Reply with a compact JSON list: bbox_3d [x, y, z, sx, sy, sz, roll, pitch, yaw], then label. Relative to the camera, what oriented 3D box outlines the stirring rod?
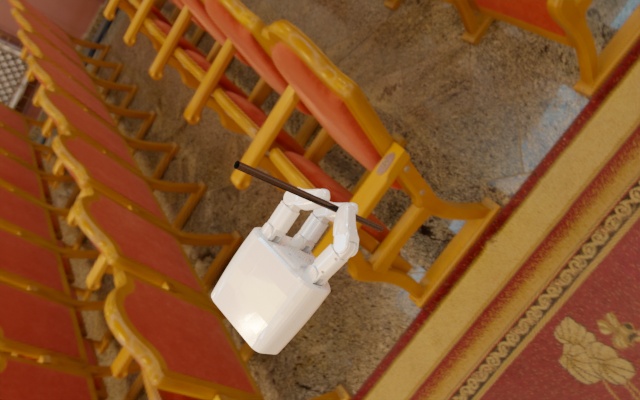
[{"bbox_3d":[0.000,0.002,0.523,0.011,0.011,0.239,0,-17,42],"label":"stirring rod"}]
